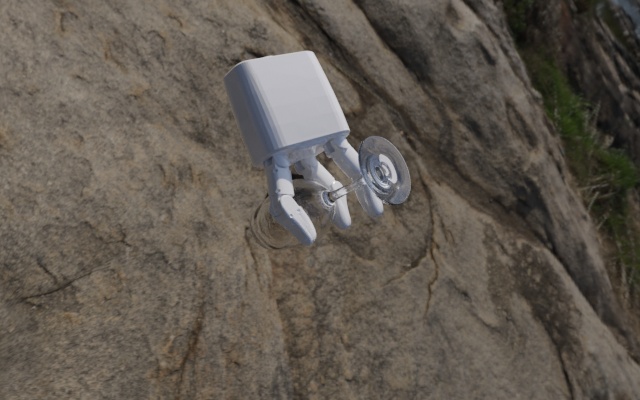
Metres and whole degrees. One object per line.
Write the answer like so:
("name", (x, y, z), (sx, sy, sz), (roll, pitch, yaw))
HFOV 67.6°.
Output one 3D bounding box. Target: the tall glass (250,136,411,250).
("tall glass", (0.001, 0.002, 0.538), (0.079, 0.079, 0.201), (0, -19, -43))
